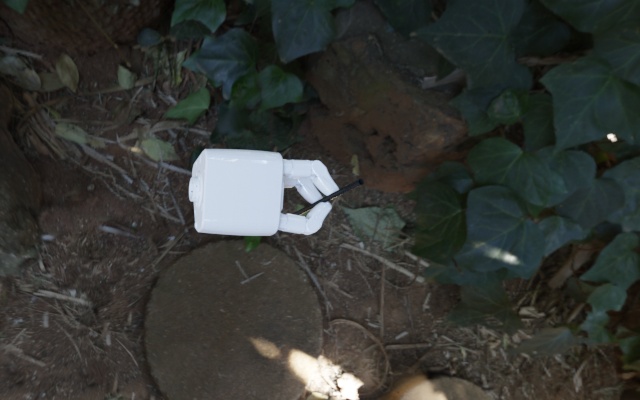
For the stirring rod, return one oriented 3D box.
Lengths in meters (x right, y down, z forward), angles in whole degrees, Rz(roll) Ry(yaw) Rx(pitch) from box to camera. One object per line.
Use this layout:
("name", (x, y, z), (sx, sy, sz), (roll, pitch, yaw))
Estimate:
("stirring rod", (0.000, 0.002, 0.716), (0.011, 0.011, 0.239), (0, -13, -26))
